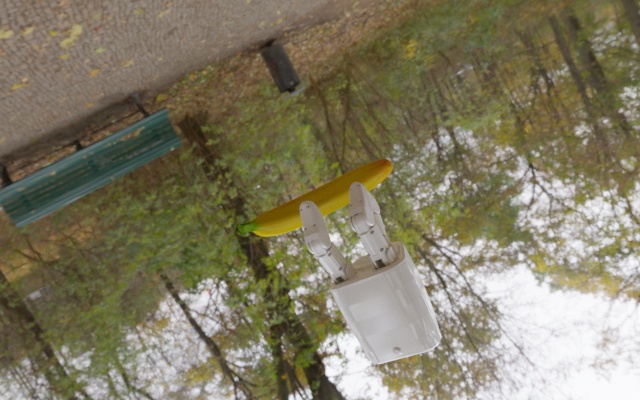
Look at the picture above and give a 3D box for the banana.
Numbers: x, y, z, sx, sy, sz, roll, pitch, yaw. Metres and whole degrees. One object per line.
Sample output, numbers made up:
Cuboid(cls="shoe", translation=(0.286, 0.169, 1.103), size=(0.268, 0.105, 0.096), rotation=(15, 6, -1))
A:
Cuboid(cls="banana", translation=(-0.002, 0.003, 0.587), size=(0.198, 0.037, 0.069), rotation=(-26, 1, 3))
